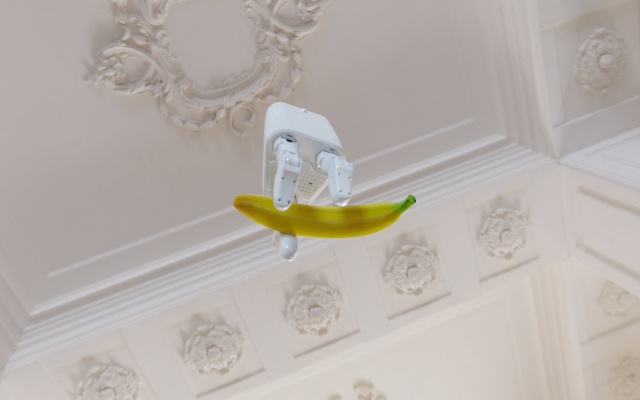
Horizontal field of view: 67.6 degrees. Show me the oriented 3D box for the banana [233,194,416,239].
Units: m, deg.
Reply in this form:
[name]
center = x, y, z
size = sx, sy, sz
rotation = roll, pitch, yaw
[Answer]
[banana]
center = 0.003, 0.015, 0.541
size = 0.198, 0.070, 0.037
rotation = -2, 44, -2
